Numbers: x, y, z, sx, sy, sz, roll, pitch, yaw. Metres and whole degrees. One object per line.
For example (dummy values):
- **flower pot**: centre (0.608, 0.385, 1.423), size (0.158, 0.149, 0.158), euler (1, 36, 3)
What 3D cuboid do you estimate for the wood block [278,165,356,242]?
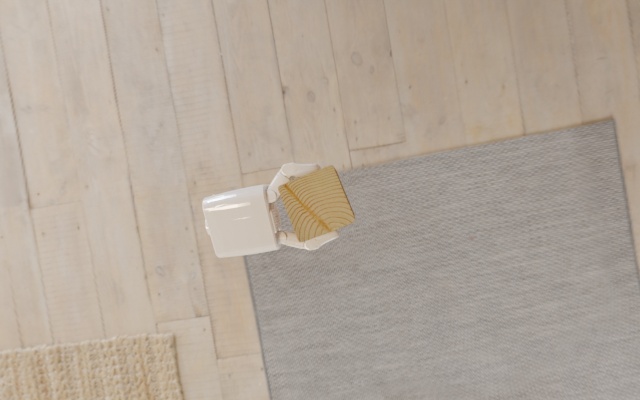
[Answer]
- **wood block**: centre (0.000, 0.003, 0.787), size (0.090, 0.091, 0.206), euler (-21, 0, 4)
